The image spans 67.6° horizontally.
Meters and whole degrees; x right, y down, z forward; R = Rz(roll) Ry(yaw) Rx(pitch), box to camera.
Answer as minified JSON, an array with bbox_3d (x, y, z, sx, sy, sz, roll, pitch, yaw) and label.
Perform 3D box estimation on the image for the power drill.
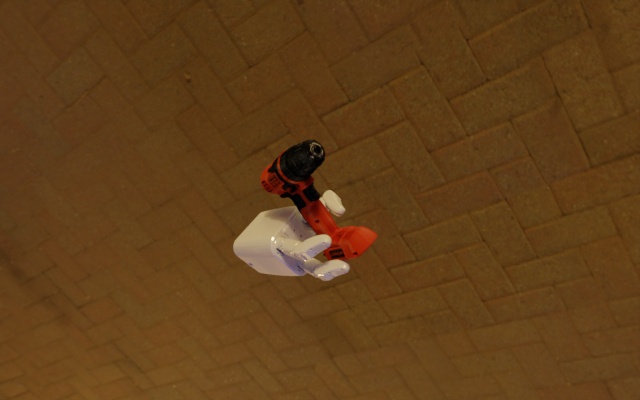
[{"bbox_3d":[0.000,0.003,0.716,0.057,0.187,0.184,-41,8,-25],"label":"power drill"}]
